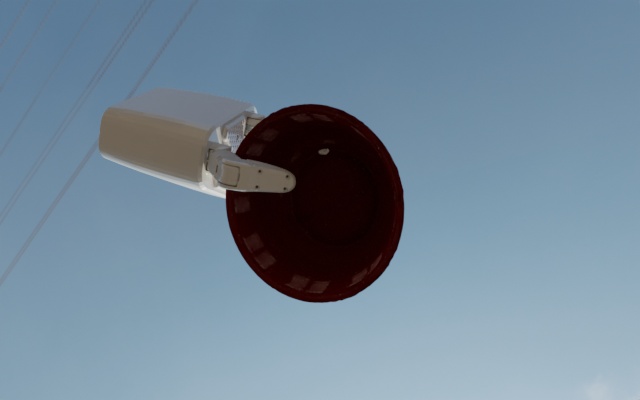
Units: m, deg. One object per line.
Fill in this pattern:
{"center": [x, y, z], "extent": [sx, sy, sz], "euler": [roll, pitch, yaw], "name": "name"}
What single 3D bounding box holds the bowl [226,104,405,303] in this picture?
{"center": [0.001, 0.002, 0.407], "extent": [0.162, 0.162, 0.055], "euler": [0, 6, 26], "name": "bowl"}
